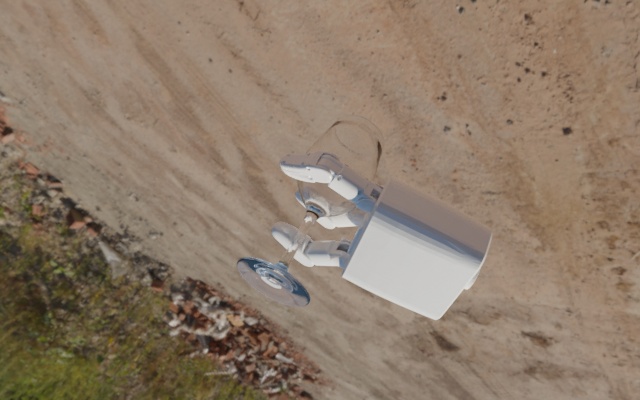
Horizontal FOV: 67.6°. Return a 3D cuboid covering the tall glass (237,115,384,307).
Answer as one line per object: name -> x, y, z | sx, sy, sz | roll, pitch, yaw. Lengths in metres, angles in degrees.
tall glass -> 0.000, 0.002, 0.478 | 0.079, 0.201, 0.079 | 21, -33, 14
